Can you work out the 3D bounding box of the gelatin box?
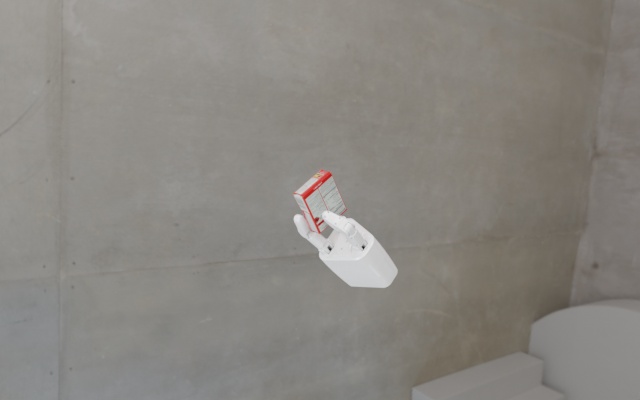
[{"bbox_3d":[0.000,0.003,0.838,0.073,0.089,0.030,-42,37,-25],"label":"gelatin box"}]
